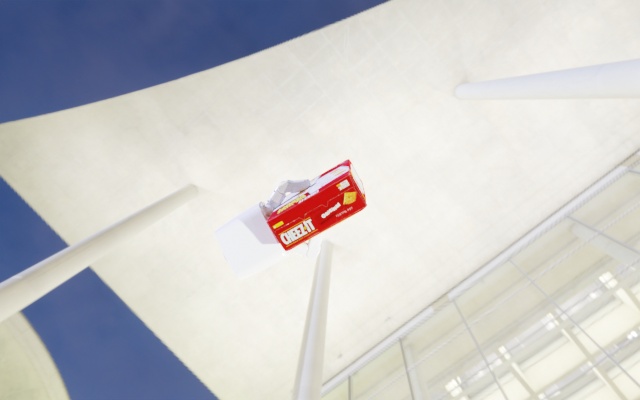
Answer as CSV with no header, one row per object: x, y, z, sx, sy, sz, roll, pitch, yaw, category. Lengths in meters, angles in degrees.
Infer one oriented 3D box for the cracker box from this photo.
0.000,0.003,0.888,0.164,0.072,0.213,-30,9,8,cracker box
